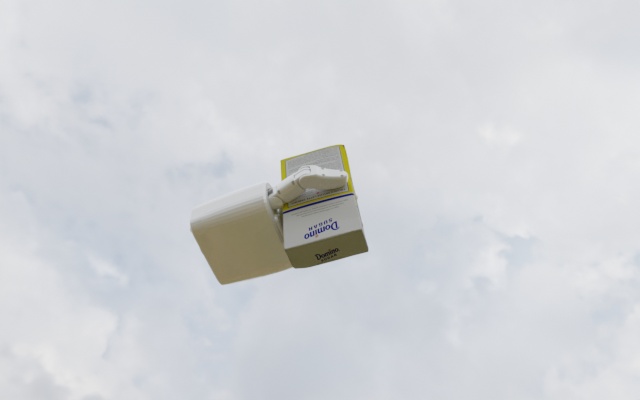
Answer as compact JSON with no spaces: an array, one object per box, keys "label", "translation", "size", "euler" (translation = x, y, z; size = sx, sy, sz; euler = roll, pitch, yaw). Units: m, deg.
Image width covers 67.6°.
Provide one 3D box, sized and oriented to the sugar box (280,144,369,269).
[{"label":"sugar box","translation":[0.000,0.002,0.605],"size":[0.093,0.048,0.176],"euler":[-15,42,7]}]
